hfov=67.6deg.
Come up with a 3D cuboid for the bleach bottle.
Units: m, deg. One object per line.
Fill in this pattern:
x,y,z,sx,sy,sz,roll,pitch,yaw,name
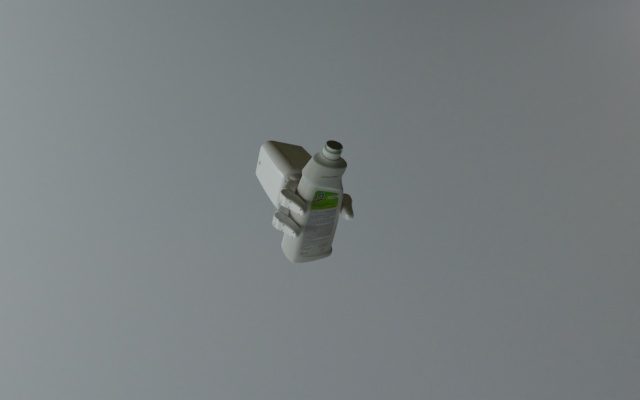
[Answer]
0.000,0.003,0.863,0.102,0.251,0.068,-10,45,-31,bleach bottle
